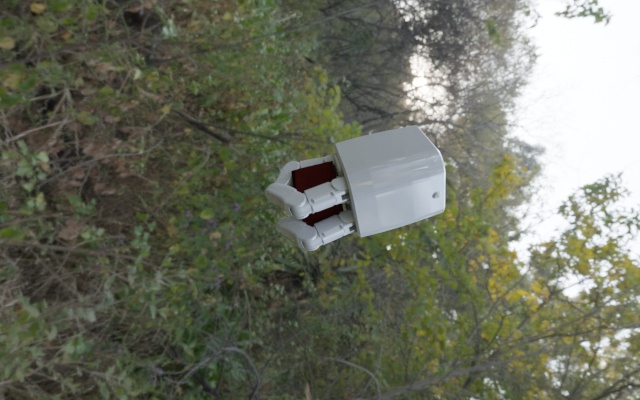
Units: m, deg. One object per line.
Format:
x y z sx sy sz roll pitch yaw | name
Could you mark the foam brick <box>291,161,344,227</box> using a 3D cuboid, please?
0.000 0.002 0.575 0.051 0.053 0.078 -13 -43 1 | foam brick
